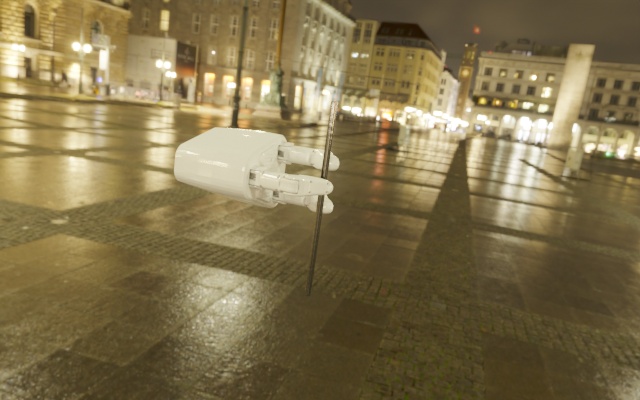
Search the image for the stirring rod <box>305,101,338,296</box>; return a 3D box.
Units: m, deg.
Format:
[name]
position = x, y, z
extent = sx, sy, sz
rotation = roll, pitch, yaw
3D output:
[stirring rod]
position = 0.000, 0.002, 0.578
extent = 0.011, 0.239, 0.011
rotation = 8, 11, -1
